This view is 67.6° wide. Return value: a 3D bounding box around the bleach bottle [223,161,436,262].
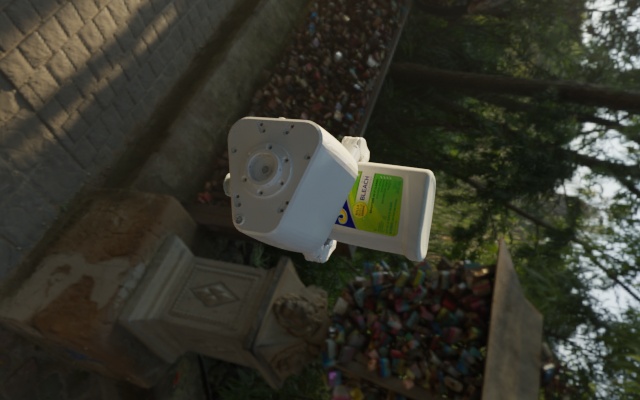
[{"bbox_3d":[0.000,0.002,0.557,0.251,0.102,0.068,7,-10,20],"label":"bleach bottle"}]
